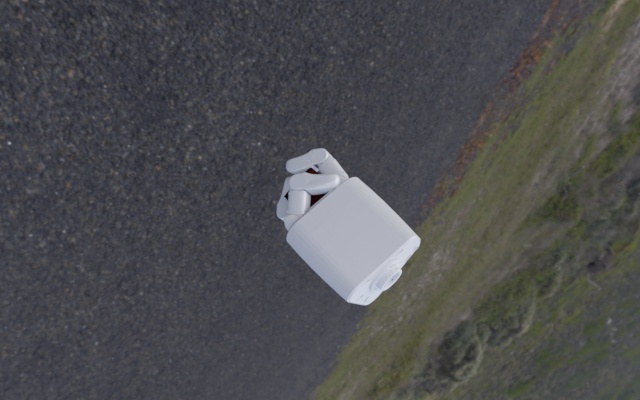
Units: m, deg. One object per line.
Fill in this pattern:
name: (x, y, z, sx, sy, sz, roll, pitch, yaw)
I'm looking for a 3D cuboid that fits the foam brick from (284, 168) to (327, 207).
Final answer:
foam brick: (0.000, 0.002, 0.616, 0.051, 0.053, 0.078, 44, 4, 26)
